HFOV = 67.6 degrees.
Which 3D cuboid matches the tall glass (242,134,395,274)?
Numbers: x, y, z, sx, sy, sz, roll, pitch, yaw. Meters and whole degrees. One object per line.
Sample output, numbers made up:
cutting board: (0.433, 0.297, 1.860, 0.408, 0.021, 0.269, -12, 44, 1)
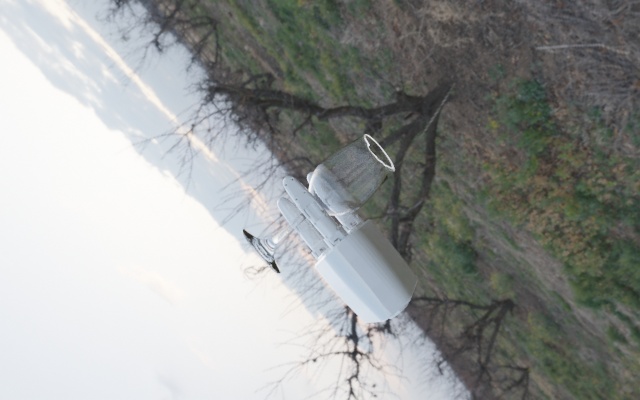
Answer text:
tall glass: (-0.001, 0.002, 0.614, 0.201, 0.079, 0.079, -40, 0, 0)
